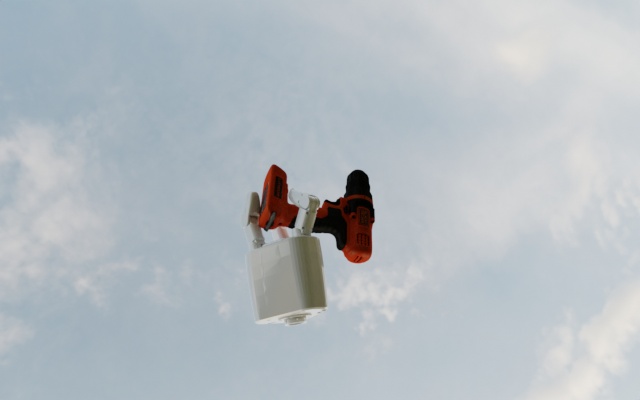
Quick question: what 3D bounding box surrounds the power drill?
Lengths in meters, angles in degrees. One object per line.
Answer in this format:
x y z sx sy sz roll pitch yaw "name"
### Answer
0.000 0.003 0.778 0.187 0.184 0.057 15 -42 -14 "power drill"
